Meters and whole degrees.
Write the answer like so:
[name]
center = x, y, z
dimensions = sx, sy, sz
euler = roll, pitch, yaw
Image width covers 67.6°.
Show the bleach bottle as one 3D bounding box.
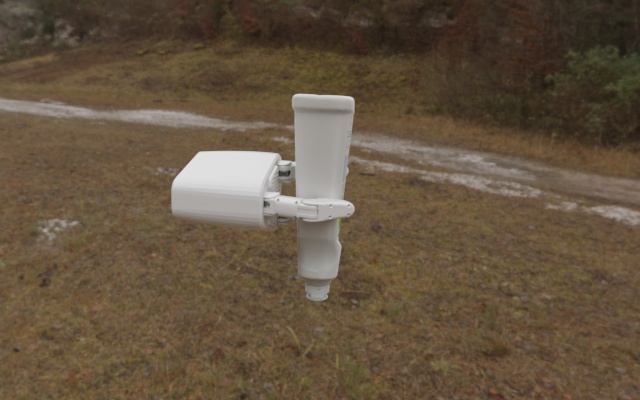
[bleach bottle]
center = 0.000, 0.002, 0.575
dimensions = 0.068, 0.251, 0.102
euler = 4, 12, 8
